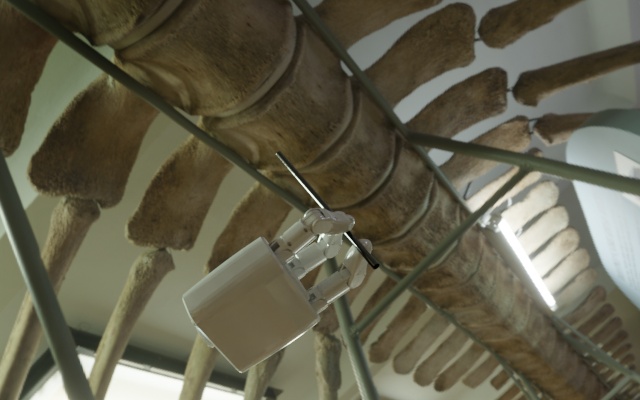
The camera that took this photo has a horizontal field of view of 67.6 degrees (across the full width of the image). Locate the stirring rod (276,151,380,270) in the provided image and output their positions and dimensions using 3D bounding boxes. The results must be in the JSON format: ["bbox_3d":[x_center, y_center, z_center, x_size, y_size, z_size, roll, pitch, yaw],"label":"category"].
[{"bbox_3d":[0.000,0.002,0.573,0.011,0.011,0.239,0,33,-35],"label":"stirring rod"}]
